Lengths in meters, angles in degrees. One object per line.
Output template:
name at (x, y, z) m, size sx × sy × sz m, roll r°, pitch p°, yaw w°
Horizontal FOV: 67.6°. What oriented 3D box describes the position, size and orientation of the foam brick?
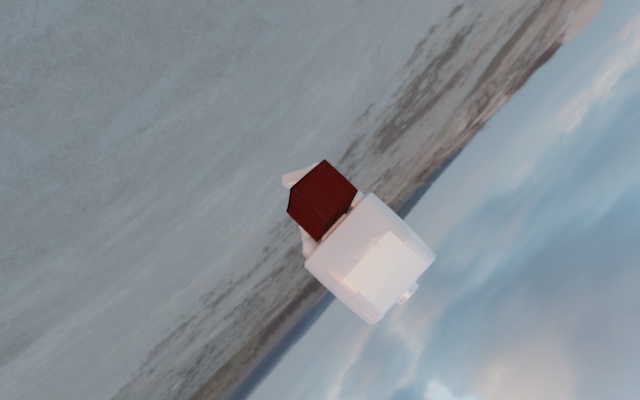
foam brick at (0.000, 0.002, 0.520) m, size 0.053 × 0.051 × 0.078 m, roll -43°, pitch -9°, yaw -18°
